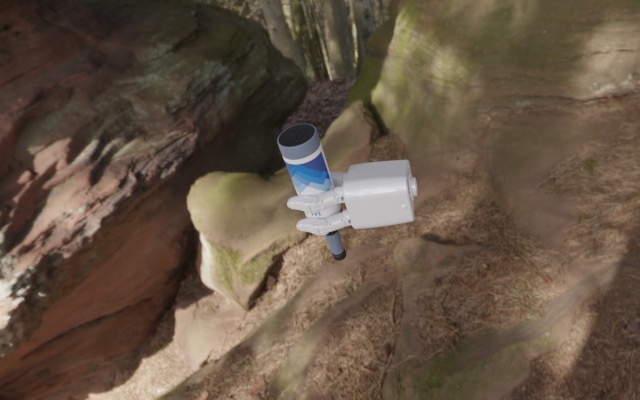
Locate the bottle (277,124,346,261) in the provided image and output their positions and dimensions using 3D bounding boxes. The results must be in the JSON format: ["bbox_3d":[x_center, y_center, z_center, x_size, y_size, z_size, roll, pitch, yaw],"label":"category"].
[{"bbox_3d":[0.000,0.003,0.860,0.069,0.296,0.069,-12,40,10],"label":"bottle"}]
